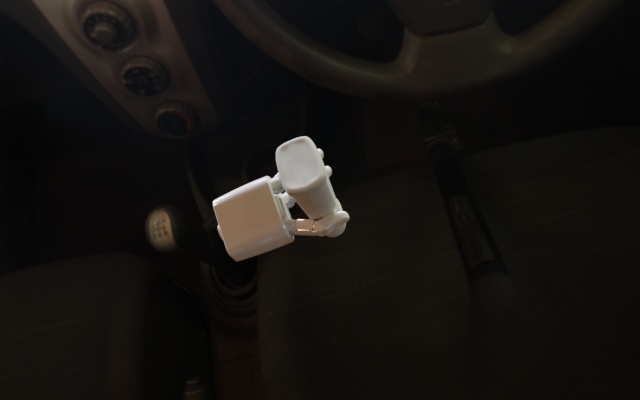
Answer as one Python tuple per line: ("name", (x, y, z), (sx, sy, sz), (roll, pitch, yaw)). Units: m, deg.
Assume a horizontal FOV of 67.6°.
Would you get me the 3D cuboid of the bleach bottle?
("bleach bottle", (0.000, 0.003, 0.810), (0.068, 0.102, 0.251), (-22, -33, 5))
